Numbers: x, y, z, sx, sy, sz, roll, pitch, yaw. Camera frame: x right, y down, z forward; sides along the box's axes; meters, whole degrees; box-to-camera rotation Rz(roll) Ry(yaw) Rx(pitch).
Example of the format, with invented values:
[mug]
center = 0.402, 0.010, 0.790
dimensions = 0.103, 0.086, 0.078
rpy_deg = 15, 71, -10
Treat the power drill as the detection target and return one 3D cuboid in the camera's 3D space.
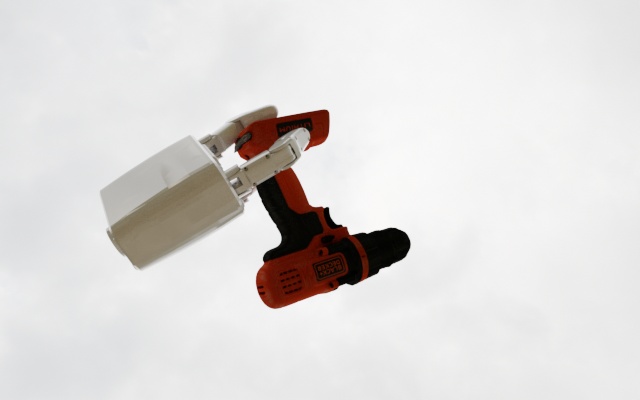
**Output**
[power drill]
center = 0.000, 0.001, 0.504
dimensions = 0.184, 0.187, 0.057
rpy_deg = -15, -7, -31
